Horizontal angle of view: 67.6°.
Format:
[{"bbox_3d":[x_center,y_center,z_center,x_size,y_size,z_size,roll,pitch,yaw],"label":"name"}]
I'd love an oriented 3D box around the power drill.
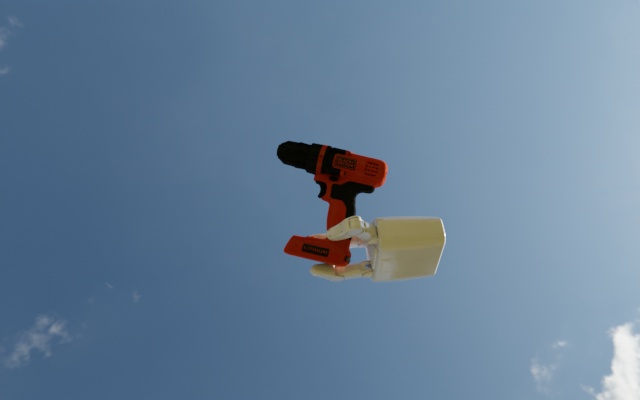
[{"bbox_3d":[0.000,0.003,0.766,0.184,0.187,0.057,13,-7,10],"label":"power drill"}]
